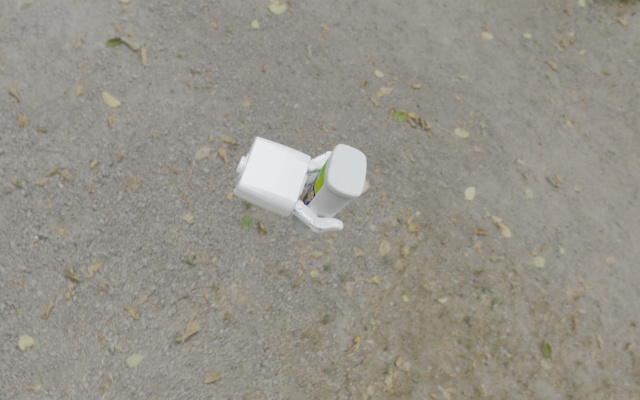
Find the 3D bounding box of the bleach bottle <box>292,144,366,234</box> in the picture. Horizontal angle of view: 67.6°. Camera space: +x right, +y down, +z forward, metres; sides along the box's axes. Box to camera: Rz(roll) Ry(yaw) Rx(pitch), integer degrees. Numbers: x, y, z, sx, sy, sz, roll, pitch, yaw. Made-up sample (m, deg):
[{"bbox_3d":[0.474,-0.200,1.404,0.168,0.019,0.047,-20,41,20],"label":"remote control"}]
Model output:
[{"bbox_3d":[0.000,0.003,0.893,0.068,0.102,0.251,21,-34,-13],"label":"bleach bottle"}]
